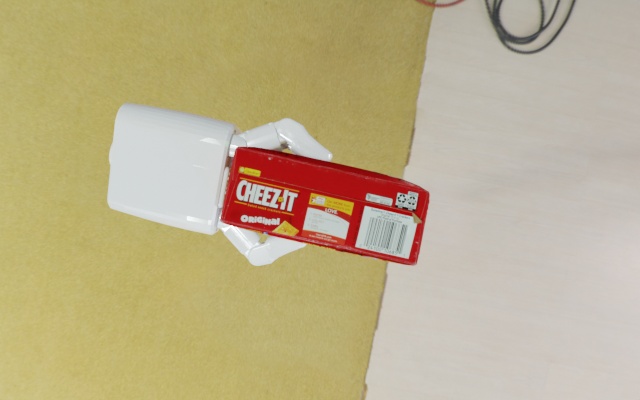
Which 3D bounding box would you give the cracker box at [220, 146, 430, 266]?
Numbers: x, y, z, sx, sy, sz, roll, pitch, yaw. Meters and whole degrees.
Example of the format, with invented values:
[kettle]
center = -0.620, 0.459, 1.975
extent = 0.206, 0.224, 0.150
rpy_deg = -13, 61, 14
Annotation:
[cracker box]
center = 0.000, 0.002, 0.483
extent = 0.164, 0.072, 0.213
rpy_deg = 12, 1, -3
